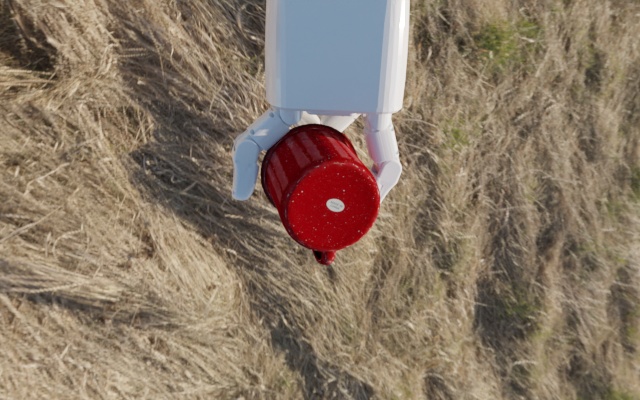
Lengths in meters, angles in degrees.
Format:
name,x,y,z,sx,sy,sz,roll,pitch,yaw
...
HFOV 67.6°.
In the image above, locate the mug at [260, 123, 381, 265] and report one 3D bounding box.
name,x,y,z,sx,sy,sz,roll,pitch,yaw
mug,0.000,0.003,0.409,0.093,0.117,0.081,-4,25,-13
